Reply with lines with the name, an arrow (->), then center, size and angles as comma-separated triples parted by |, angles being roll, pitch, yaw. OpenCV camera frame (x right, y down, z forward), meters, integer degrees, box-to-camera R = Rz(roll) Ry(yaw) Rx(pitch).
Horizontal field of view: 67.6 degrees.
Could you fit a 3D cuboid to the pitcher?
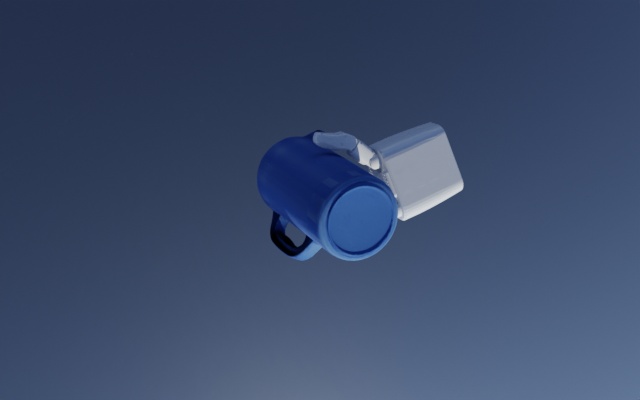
pitcher -> 0.000, 0.002, 0.672 | 0.145, 0.149, 0.242 | -23, 23, -15
